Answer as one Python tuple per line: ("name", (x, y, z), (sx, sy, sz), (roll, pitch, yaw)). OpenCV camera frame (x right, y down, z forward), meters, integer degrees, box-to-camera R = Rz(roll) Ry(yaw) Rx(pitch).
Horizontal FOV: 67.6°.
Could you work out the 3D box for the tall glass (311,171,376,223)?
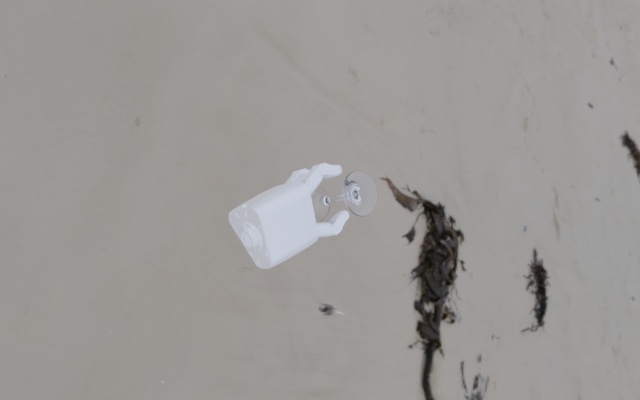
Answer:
("tall glass", (0.001, 0.003, 0.840), (0.079, 0.079, 0.201), (0, -8, -40))
